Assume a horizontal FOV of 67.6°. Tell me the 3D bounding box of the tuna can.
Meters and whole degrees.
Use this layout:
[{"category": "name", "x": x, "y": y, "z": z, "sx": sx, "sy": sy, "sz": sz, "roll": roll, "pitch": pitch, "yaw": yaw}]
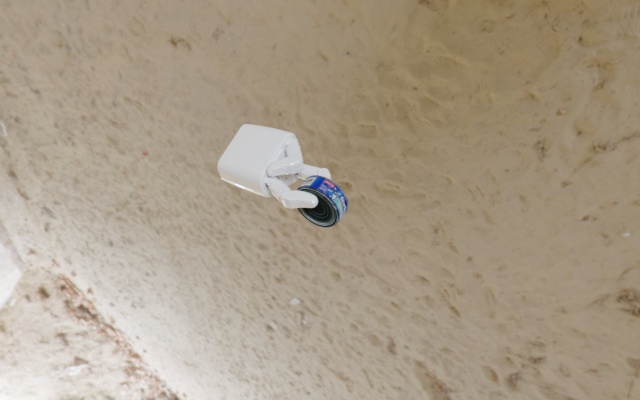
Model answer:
[{"category": "tuna can", "x": 0.000, "y": 0.003, "z": 0.776, "sx": 0.086, "sy": 0.086, "sz": 0.033, "roll": 0, "pitch": 38, "yaw": 40}]
